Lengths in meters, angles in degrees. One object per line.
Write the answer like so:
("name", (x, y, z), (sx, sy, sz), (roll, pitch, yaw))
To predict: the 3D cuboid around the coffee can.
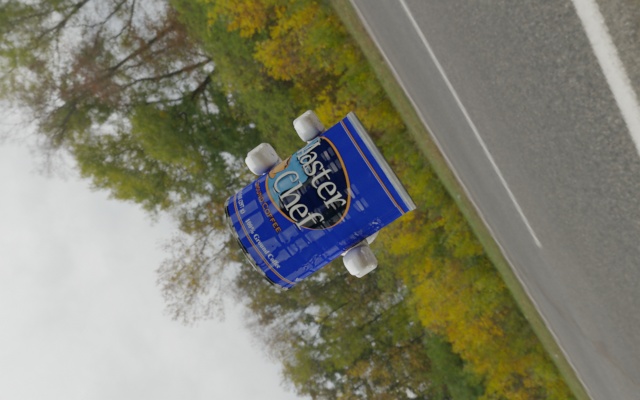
("coffee can", (0.000, 0.001, 0.434), (0.140, 0.103, 0.103), (-34, -6, 9))
